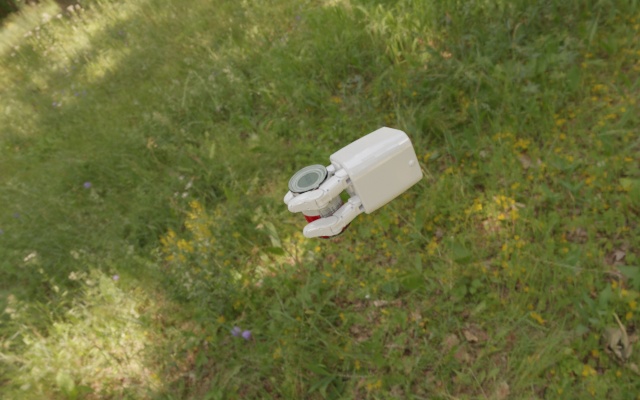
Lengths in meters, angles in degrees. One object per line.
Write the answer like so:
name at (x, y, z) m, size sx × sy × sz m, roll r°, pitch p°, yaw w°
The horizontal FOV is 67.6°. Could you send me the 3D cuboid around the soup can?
soup can at (0.000, 0.002, 0.756) m, size 0.068 × 0.102 × 0.068 m, roll -19°, pitch 36°, yaw 14°
